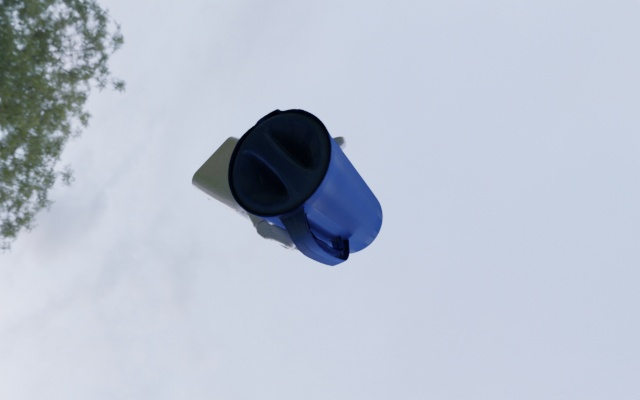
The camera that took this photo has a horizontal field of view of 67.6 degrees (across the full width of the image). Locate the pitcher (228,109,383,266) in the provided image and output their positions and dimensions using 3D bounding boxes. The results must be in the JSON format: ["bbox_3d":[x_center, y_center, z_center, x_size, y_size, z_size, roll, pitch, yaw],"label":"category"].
[{"bbox_3d":[0.000,0.002,0.630,0.145,0.149,0.243,21,-9,31],"label":"pitcher"}]
